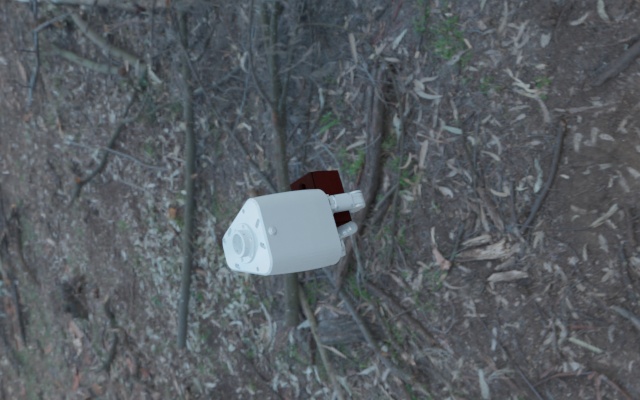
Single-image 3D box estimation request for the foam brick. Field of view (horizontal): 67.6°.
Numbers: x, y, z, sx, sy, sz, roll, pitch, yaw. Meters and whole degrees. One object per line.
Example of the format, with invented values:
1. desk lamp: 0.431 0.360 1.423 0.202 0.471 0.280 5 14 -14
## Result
1. foam brick: 0.000 0.002 0.663 0.051 0.078 0.053 -6 -15 -39
